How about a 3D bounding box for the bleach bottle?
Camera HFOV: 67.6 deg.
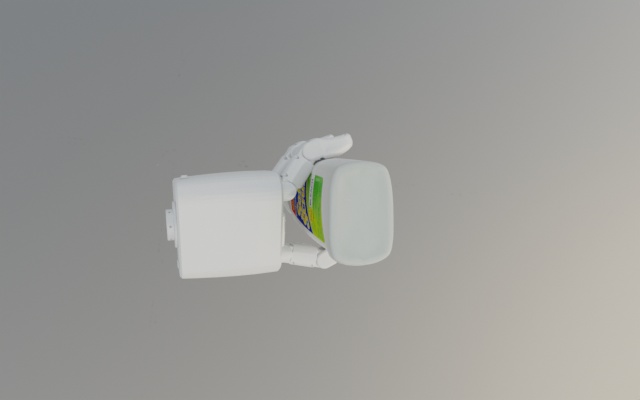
[{"bbox_3d":[0.000,0.002,0.561,0.068,0.102,0.251,-2,5,-18],"label":"bleach bottle"}]
